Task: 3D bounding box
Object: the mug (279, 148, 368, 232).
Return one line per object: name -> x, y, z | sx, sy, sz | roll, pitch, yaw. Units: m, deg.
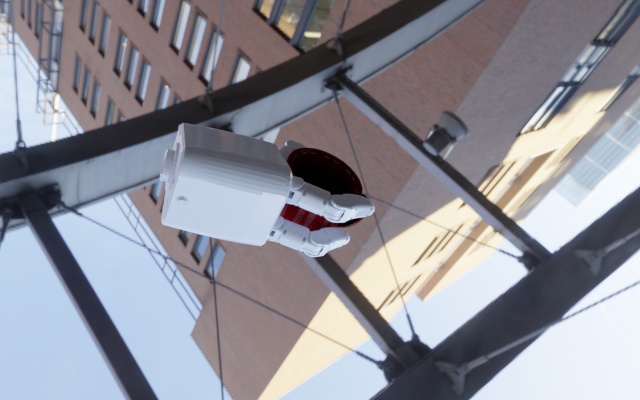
mug -> 0.001, 0.002, 0.561 | 0.117, 0.081, 0.093 | 14, 38, -22
